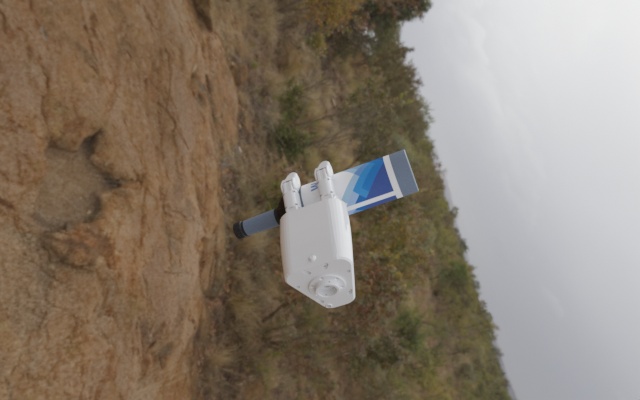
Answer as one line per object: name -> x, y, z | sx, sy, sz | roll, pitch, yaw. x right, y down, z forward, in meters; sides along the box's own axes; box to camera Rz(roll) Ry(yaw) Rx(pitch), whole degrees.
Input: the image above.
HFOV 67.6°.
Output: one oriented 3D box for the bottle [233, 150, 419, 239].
bottle -> 0.000, 0.002, 0.743 | 0.296, 0.069, 0.069 | -19, -4, 12
